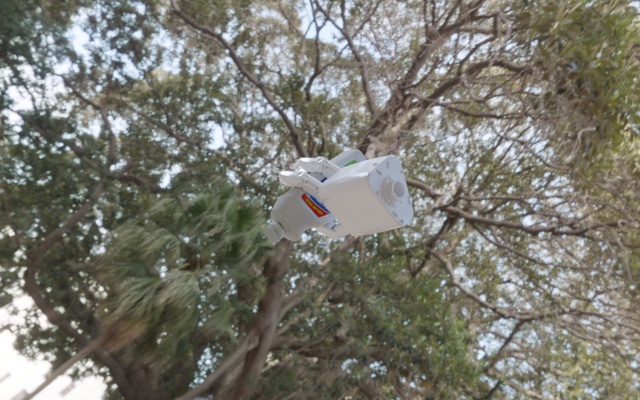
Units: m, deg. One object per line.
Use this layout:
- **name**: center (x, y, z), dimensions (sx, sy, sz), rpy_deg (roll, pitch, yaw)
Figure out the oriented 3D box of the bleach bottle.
- **bleach bottle**: center (0.000, 0.003, 0.843), dimensions (0.068, 0.102, 0.250), rpy_deg (-14, 19, 47)
